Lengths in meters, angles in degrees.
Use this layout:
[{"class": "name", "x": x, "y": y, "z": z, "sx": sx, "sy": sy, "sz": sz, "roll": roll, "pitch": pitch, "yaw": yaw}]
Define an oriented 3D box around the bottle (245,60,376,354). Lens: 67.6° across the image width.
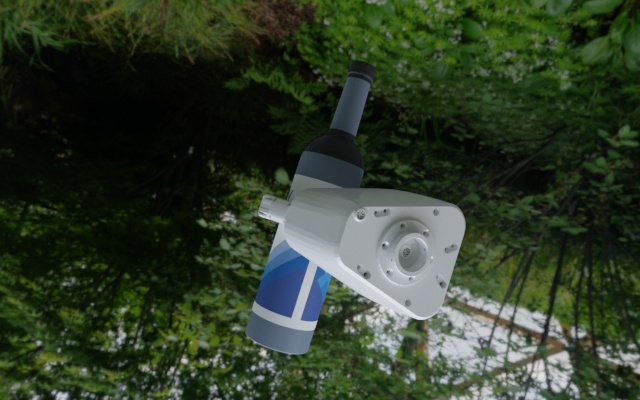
[{"class": "bottle", "x": 0.000, "y": 0.002, "z": 0.486, "sx": 0.069, "sy": 0.295, "sz": 0.069, "roll": 18, "pitch": -2, "yaw": 1}]
